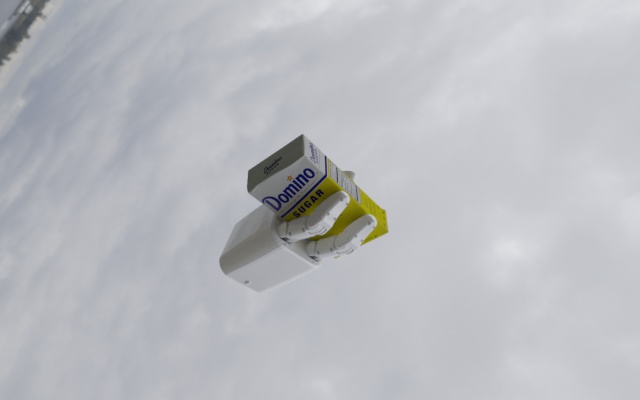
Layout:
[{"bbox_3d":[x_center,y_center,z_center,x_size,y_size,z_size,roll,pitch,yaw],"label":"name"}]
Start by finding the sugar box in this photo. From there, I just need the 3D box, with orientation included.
[{"bbox_3d":[0.000,0.003,0.607,0.093,0.048,0.176,-31,-48,26],"label":"sugar box"}]
